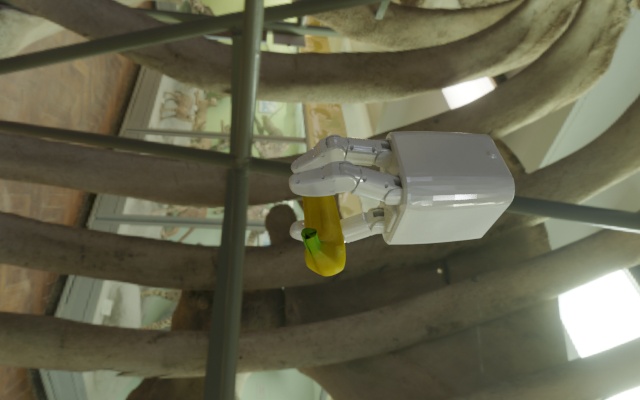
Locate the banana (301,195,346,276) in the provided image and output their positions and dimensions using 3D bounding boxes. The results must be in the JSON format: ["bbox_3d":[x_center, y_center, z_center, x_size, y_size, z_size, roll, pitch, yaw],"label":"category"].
[{"bbox_3d":[0.002,0.020,0.459,0.037,0.070,0.197,-5,20,-1],"label":"banana"}]
